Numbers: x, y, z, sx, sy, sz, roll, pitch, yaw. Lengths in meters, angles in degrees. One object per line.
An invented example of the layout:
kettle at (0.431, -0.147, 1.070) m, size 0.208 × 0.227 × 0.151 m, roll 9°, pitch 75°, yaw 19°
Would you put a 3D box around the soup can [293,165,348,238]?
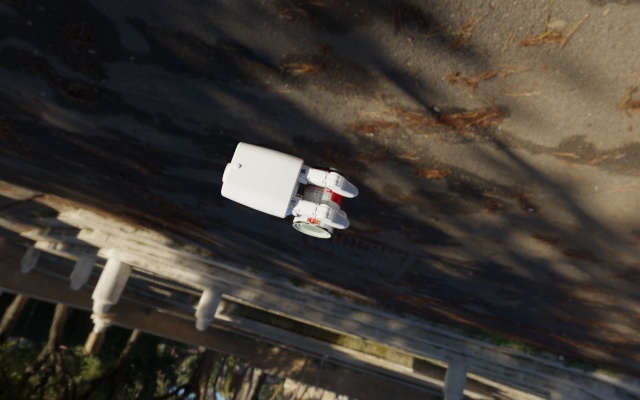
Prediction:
soup can at (0.001, 0.003, 0.786) m, size 0.068 × 0.102 × 0.068 m, roll 15°, pitch -17°, yaw 5°
